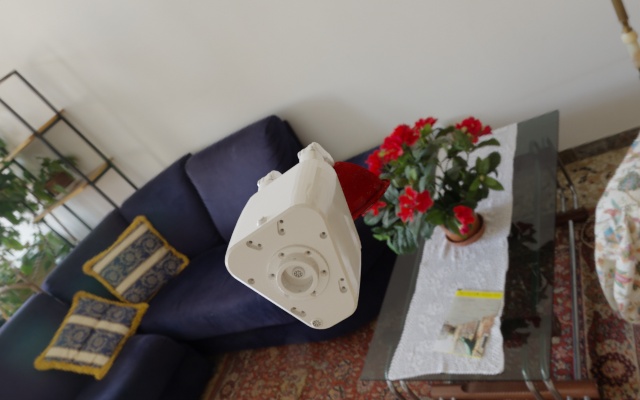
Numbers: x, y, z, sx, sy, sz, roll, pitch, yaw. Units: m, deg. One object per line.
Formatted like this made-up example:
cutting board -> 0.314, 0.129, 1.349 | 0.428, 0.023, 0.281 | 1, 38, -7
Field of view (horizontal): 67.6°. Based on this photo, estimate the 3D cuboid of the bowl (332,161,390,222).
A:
bowl -> 0.000, 0.001, 0.562 | 0.162, 0.055, 0.162 | -35, 6, 5
